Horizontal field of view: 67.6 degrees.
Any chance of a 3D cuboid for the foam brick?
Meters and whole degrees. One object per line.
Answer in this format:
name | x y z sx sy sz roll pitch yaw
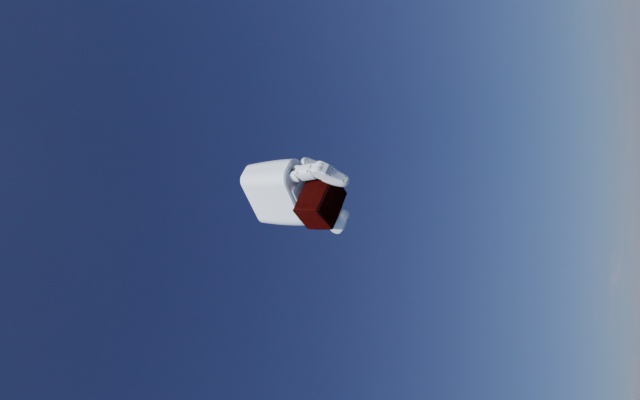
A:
foam brick | 0.000 0.003 0.775 0.051 0.078 0.053 -1 -39 35
